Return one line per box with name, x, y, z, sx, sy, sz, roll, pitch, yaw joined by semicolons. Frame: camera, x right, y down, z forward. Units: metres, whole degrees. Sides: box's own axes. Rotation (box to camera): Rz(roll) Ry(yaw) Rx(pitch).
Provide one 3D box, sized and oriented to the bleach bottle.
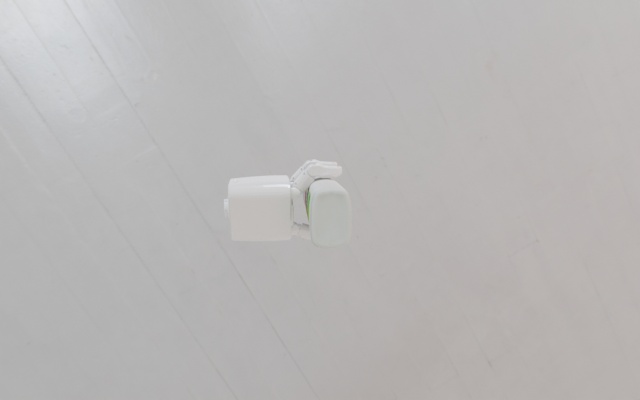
bleach bottle;0.000;0.003;0.872;0.068;0.102;0.250;-2;12;-8
